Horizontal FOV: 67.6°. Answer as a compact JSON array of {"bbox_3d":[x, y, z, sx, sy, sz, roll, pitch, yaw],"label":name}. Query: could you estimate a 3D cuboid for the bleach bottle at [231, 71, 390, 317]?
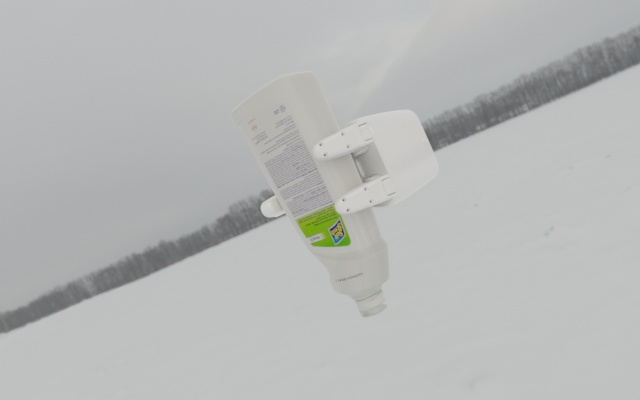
[{"bbox_3d":[0.000,0.002,0.495,0.102,0.251,0.068,-23,1,43],"label":"bleach bottle"}]
